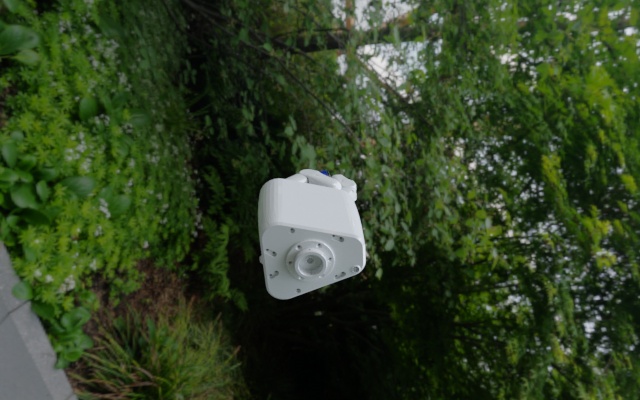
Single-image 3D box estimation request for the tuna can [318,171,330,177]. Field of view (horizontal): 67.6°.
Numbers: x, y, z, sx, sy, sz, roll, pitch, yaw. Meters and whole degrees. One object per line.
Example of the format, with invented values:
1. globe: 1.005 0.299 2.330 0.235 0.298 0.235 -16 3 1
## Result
1. tuna can: 0.001 0.002 0.658 0.034 0.086 0.086 -9 1 -4
